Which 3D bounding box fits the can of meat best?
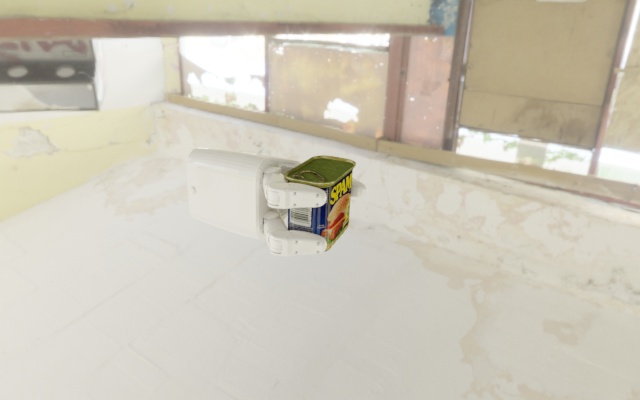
[{"bbox_3d":[0.000,0.002,0.554,0.057,0.084,0.102,11,23,20],"label":"can of meat"}]
